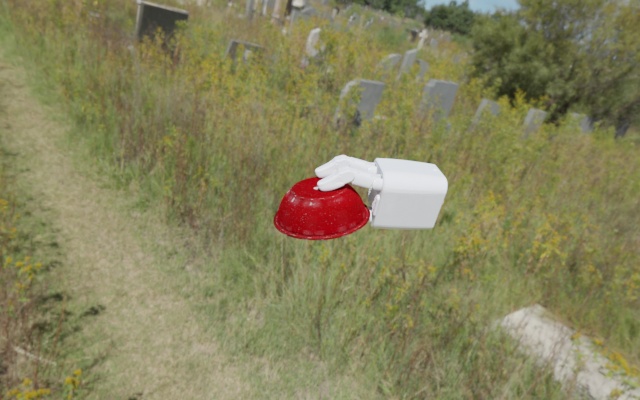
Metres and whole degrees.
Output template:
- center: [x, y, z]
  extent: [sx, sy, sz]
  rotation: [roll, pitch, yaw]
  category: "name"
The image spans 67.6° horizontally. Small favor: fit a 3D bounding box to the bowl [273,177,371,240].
- center: [-0.001, 0.002, 0.780]
  extent: [0.162, 0.055, 0.162]
  rotation: [-4, 25, 2]
  category: "bowl"
